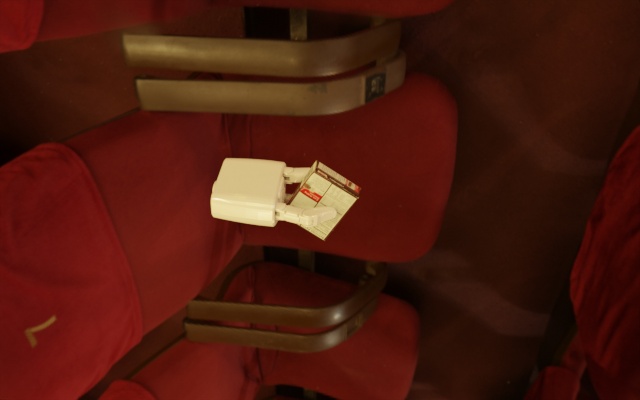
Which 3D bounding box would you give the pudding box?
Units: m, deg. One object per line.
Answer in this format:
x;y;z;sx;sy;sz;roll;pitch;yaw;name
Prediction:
0.000;0.003;0.804;0.090;0.113;0.039;31;33;-10;pudding box
